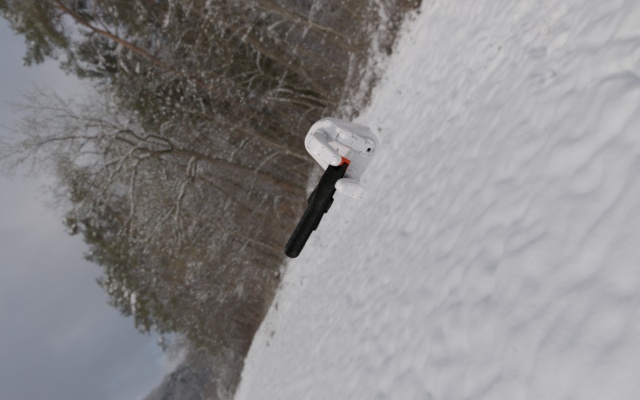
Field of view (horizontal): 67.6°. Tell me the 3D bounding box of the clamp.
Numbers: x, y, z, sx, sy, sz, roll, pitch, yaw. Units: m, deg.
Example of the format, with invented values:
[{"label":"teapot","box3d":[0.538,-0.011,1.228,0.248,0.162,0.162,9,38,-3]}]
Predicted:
[{"label":"clamp","box3d":[0.000,0.002,0.749,0.039,0.171,0.120,30,17,-2]}]
